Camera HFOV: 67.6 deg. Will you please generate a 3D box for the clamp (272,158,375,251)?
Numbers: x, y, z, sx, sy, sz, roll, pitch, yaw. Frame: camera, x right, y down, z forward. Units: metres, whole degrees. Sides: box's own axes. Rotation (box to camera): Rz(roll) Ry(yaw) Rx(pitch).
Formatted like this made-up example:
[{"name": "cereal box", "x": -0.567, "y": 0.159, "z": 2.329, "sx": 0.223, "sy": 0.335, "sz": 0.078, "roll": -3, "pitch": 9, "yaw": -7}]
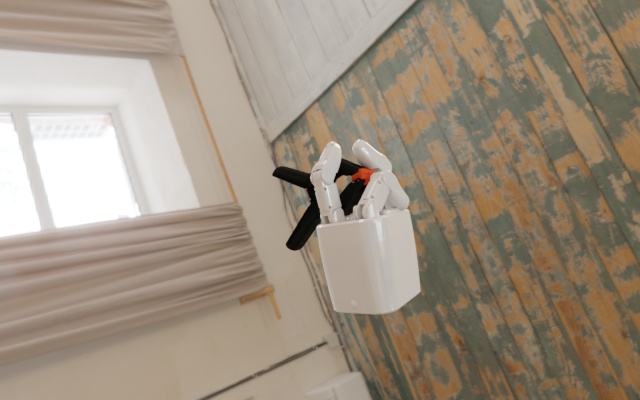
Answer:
[{"name": "clamp", "x": 0.001, "y": 0.002, "z": 0.624, "sx": 0.039, "sy": 0.120, "sz": 0.171, "roll": -10, "pitch": -1, "yaw": -43}]
